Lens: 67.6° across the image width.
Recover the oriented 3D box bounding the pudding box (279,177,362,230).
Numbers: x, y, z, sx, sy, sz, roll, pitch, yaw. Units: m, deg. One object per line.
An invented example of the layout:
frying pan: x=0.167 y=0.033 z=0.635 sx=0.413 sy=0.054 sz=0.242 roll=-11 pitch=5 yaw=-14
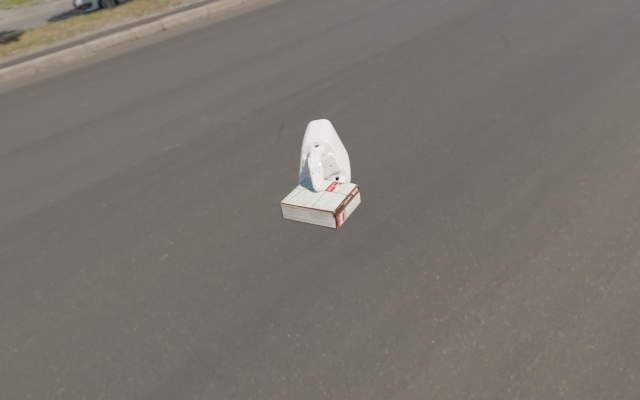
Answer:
pudding box: x=0.000 y=0.003 z=0.819 sx=0.113 sy=0.039 sz=0.090 roll=8 pitch=37 yaw=32
